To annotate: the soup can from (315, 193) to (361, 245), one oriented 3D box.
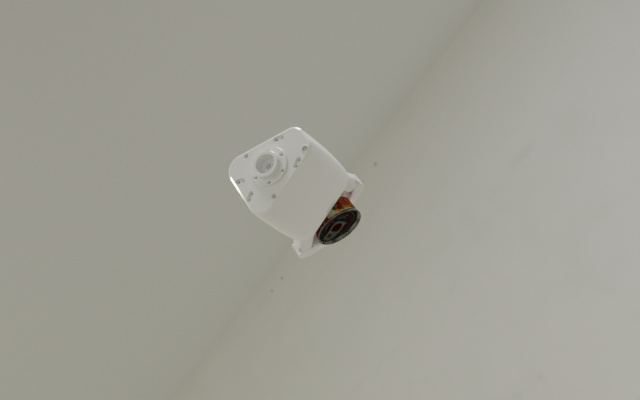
[{"bbox_3d":[0.000,0.002,0.668,0.068,0.068,0.102,0,43,-45],"label":"soup can"}]
